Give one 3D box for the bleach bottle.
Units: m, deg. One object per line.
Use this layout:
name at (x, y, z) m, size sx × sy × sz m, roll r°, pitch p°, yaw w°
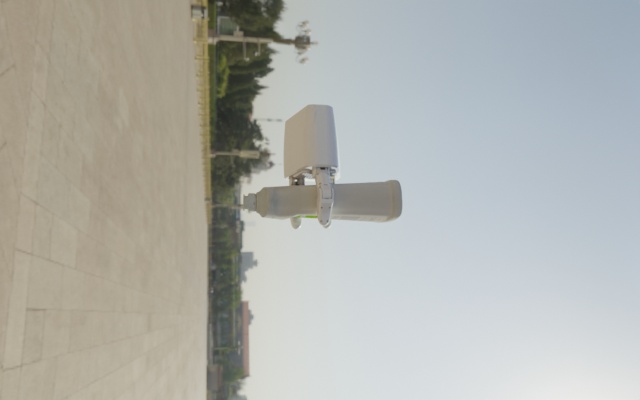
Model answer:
bleach bottle at (0.000, 0.003, 0.789) m, size 0.251 × 0.068 × 0.102 m, roll 0°, pitch -10°, yaw -13°
